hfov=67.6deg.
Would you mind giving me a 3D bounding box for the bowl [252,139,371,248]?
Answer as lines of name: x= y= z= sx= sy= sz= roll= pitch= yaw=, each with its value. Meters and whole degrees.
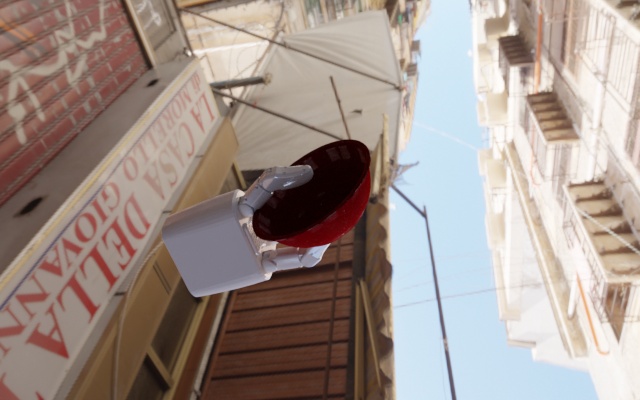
bowl: x=0.001 y=0.002 z=0.556 sx=0.162 sy=0.162 sz=0.055 roll=0 pitch=-44 yaw=49
